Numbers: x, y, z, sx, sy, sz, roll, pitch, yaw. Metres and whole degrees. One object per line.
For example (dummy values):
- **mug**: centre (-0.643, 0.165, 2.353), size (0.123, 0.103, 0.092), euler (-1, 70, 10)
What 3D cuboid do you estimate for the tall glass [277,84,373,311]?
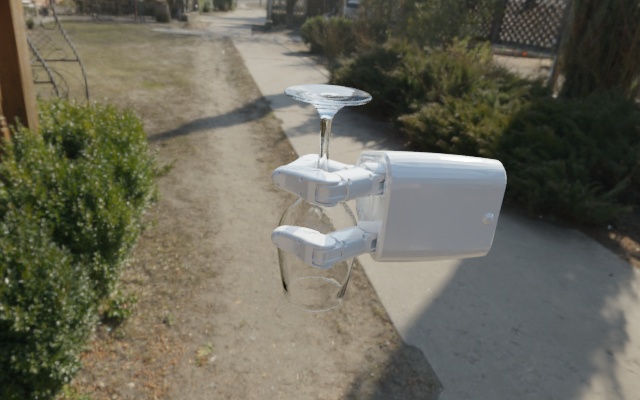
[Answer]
- **tall glass**: centre (0.000, 0.001, 0.438), size (0.079, 0.201, 0.079), euler (4, 23, -2)
